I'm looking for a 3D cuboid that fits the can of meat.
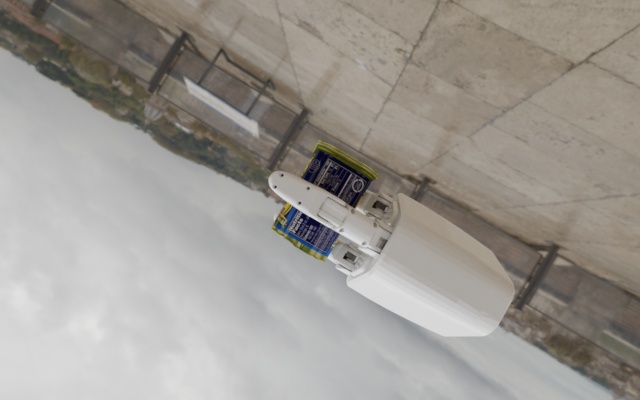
[{"bbox_3d":[0.000,0.002,0.418,0.057,0.084,0.102,30,-2,-4],"label":"can of meat"}]
